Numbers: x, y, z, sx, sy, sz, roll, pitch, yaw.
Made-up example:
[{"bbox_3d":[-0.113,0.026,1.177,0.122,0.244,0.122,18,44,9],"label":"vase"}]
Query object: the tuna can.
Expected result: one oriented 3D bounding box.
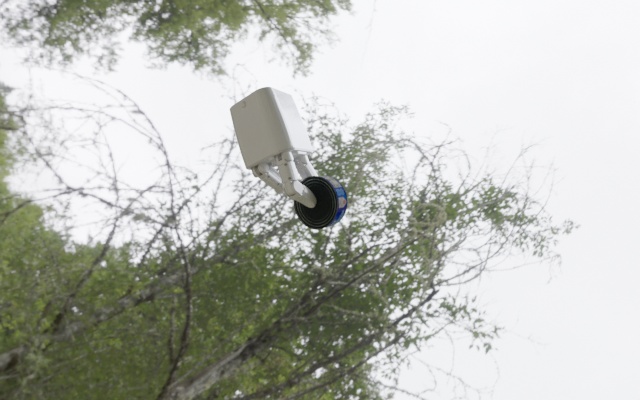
[{"bbox_3d":[0.000,0.003,0.770,0.086,0.086,0.034,0,5,35],"label":"tuna can"}]
